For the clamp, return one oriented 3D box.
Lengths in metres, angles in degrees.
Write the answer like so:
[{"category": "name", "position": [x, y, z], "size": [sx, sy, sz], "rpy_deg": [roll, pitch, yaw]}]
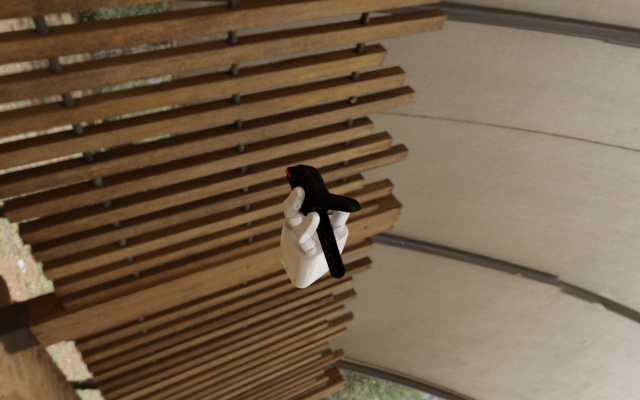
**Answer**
[{"category": "clamp", "position": [0.001, 0.002, 0.781], "size": [0.036, 0.210, 0.165], "rpy_deg": [-14, -36, -25]}]
